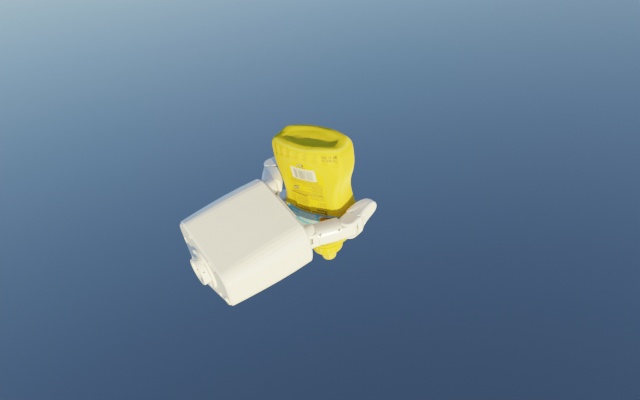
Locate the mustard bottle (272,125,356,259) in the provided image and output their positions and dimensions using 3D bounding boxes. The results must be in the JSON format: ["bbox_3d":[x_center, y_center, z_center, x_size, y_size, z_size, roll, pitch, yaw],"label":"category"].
[{"bbox_3d":[0.000,0.002,0.599,0.096,0.192,0.058,14,44,27],"label":"mustard bottle"}]
